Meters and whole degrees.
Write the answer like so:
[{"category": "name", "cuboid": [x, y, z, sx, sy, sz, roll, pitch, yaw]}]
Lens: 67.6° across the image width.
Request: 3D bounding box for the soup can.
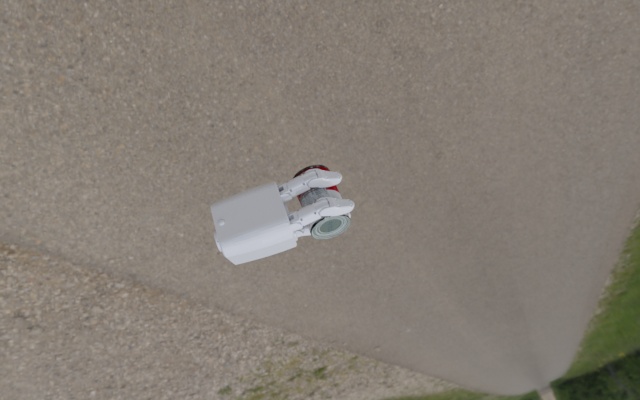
[{"category": "soup can", "cuboid": [0.001, 0.003, 0.763, 0.068, 0.102, 0.069, -15, -33, -10]}]
